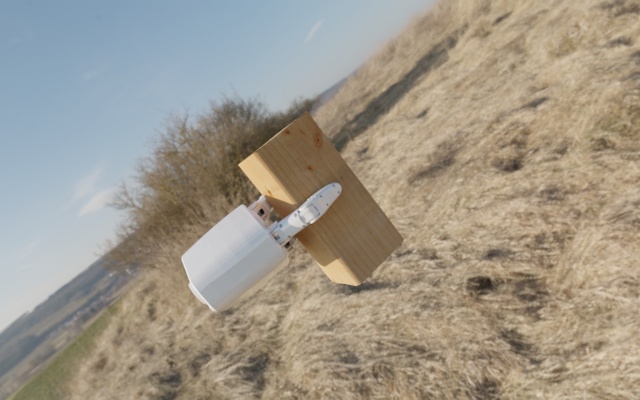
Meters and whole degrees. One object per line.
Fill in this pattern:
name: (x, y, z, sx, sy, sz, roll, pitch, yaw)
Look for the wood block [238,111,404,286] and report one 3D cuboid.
wood block: (0.000, 0.002, 0.622, 0.090, 0.206, 0.091, -42, 10, -20)
